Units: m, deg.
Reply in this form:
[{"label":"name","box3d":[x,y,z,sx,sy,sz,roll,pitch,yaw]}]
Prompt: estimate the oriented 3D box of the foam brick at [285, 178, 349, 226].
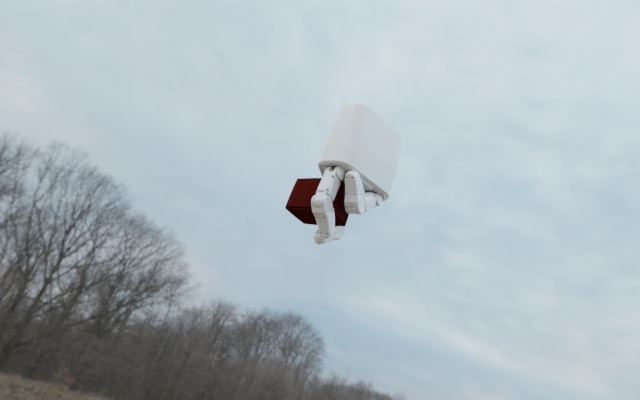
[{"label":"foam brick","box3d":[0.000,0.002,0.692,0.078,0.051,0.053,2,-28,35]}]
